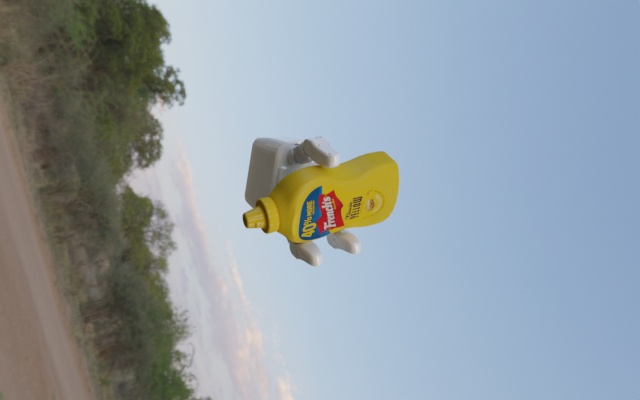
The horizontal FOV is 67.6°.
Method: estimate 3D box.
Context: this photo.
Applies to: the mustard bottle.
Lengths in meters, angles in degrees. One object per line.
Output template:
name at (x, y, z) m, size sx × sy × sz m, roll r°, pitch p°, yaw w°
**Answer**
mustard bottle at (0.000, 0.002, 0.568) m, size 0.191 × 0.096 × 0.058 m, roll -13°, pitch 43°, yaw -25°
